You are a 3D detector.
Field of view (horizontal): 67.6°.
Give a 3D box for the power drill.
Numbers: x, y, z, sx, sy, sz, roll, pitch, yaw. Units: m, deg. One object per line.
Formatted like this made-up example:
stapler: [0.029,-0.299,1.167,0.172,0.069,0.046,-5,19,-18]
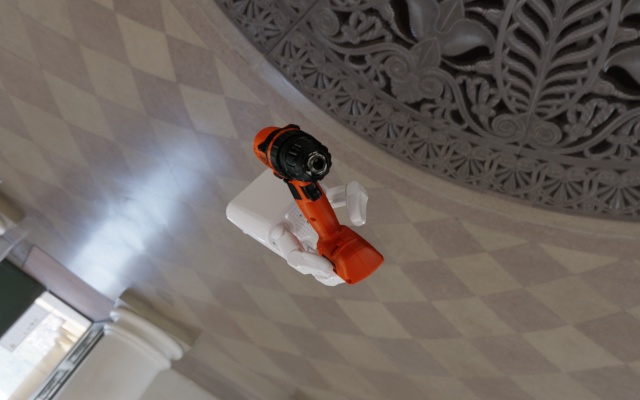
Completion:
power drill: [0.000,0.002,0.534,0.057,0.188,0.184,-33,21,-9]
